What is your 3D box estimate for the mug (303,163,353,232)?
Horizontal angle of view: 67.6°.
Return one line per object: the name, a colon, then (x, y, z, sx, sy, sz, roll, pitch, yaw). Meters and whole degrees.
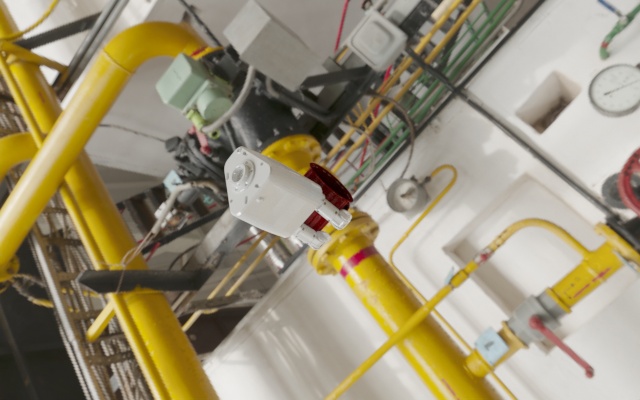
mug: (0.001, 0.003, 0.789, 0.117, 0.081, 0.093, 27, 21, -45)
